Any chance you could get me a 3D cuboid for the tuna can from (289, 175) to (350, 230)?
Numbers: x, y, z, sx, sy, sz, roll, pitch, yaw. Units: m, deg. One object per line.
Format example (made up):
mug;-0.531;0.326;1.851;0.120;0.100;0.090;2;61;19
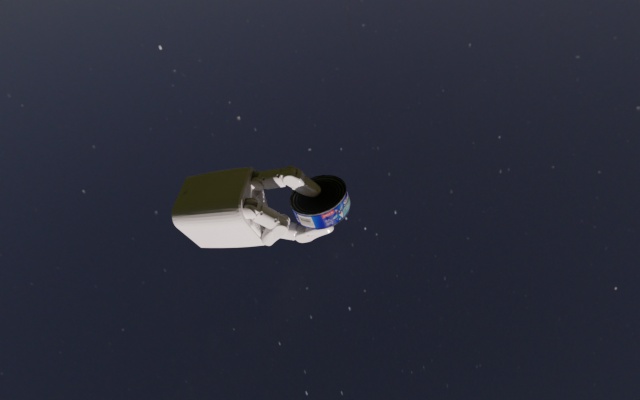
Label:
tuna can;0.000;0.003;0.700;0.086;0.034;0.086;-12;40;10
